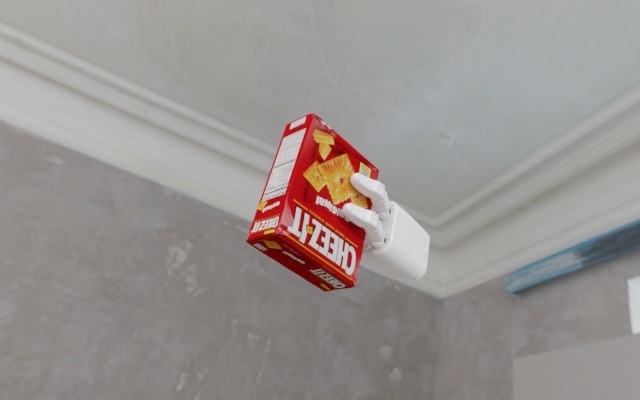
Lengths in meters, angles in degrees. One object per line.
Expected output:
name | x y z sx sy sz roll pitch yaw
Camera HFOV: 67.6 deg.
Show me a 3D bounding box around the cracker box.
cracker box | 0.000 0.002 0.711 0.072 0.213 0.164 -18 -44 42
